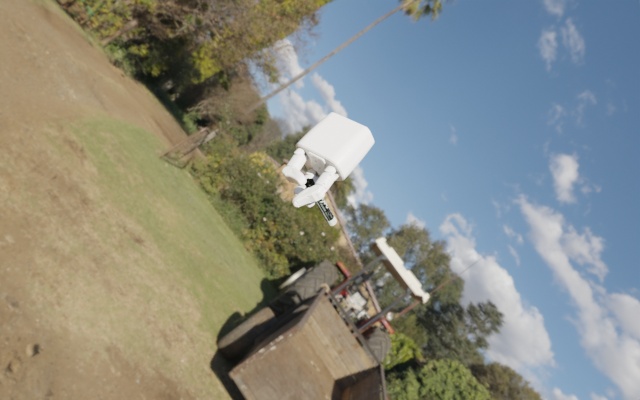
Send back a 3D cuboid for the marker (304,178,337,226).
[{"bbox_3d":[0.000,0.003,0.900,0.020,0.020,0.121,0,-42,32],"label":"marker"}]
